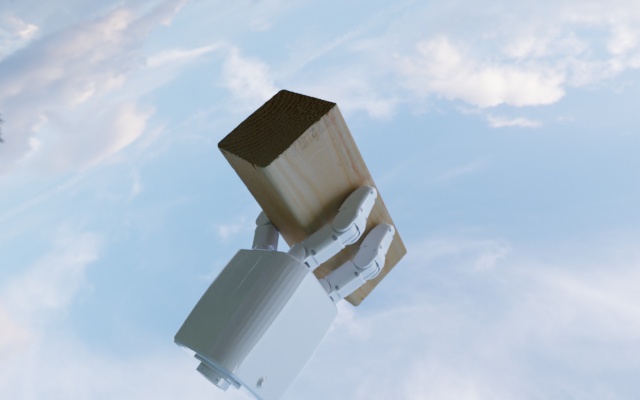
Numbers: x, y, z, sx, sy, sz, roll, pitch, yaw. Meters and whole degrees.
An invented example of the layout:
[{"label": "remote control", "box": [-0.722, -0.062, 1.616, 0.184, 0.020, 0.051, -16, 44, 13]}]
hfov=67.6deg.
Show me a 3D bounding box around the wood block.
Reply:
[{"label": "wood block", "box": [0.000, 0.002, 0.487, 0.090, 0.206, 0.090, -44, 40, -17]}]
